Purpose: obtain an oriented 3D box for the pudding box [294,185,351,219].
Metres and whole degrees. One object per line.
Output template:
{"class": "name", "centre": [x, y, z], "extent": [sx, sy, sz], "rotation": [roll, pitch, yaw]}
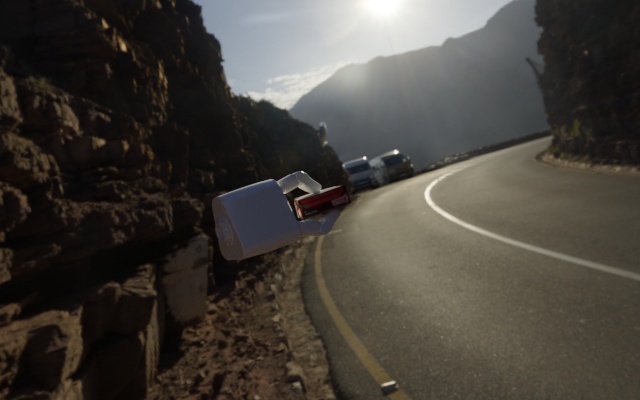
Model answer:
{"class": "pudding box", "centre": [0.000, 0.003, 0.865], "extent": [0.090, 0.039, 0.113], "rotation": [-18, 4, -7]}
